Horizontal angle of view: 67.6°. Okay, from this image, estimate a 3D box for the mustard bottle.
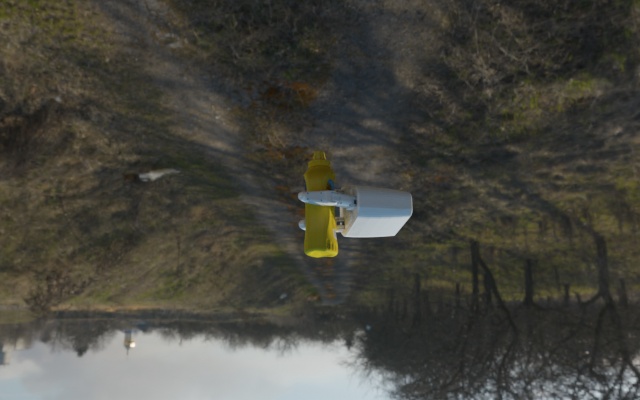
[{"bbox_3d":[0.000,0.003,0.861,0.058,0.191,0.096,-3,-13,11],"label":"mustard bottle"}]
